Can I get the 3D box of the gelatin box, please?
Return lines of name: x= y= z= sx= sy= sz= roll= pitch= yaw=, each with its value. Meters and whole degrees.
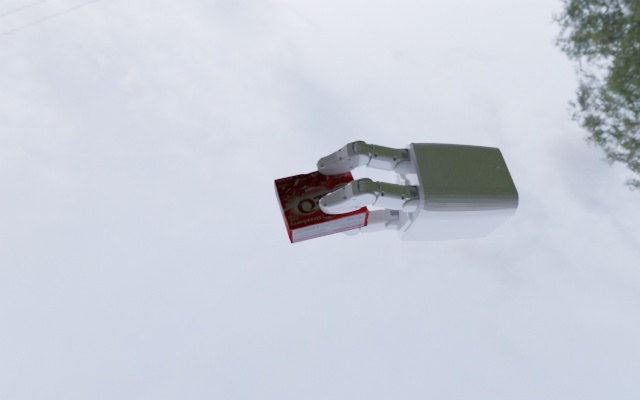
gelatin box: x=0.000 y=0.002 z=0.524 sx=0.089 sy=0.073 sz=0.030 roll=-13 pitch=-38 yaw=-10
